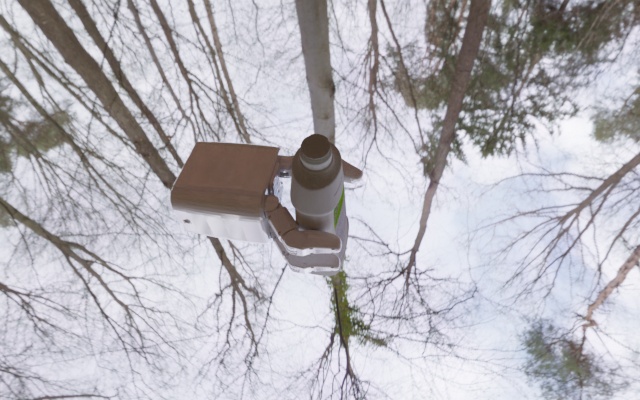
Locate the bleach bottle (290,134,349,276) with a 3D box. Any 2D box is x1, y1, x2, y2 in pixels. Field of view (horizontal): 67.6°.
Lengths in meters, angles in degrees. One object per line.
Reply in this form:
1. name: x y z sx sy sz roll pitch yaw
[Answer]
1. bleach bottle: 0.000 0.002 0.558 0.068 0.102 0.251 7 -28 5
